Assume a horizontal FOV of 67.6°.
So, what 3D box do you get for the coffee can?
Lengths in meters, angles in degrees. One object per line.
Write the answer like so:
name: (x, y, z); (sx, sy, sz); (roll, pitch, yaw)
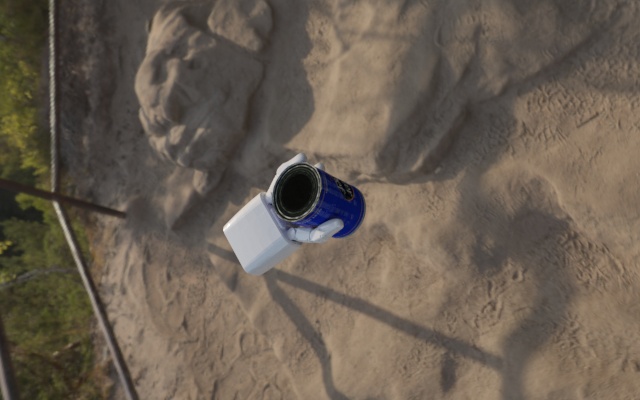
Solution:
coffee can: (0.000, 0.003, 0.826); (0.103, 0.102, 0.140); (0, -15, 37)
